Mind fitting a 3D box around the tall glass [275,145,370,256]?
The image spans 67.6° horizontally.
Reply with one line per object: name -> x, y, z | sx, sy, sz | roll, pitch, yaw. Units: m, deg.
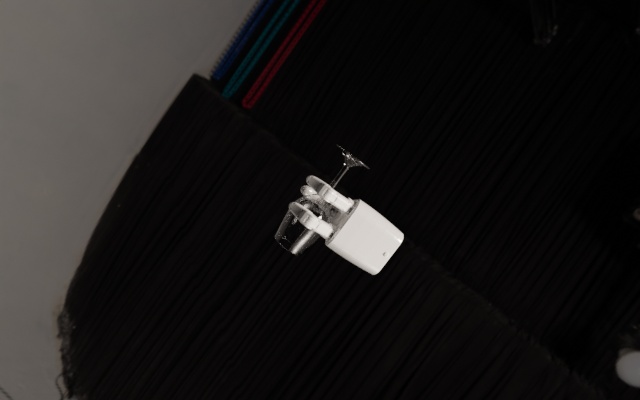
tall glass -> 0.000, 0.002, 0.854 | 0.079, 0.201, 0.079 | 36, 6, -4
